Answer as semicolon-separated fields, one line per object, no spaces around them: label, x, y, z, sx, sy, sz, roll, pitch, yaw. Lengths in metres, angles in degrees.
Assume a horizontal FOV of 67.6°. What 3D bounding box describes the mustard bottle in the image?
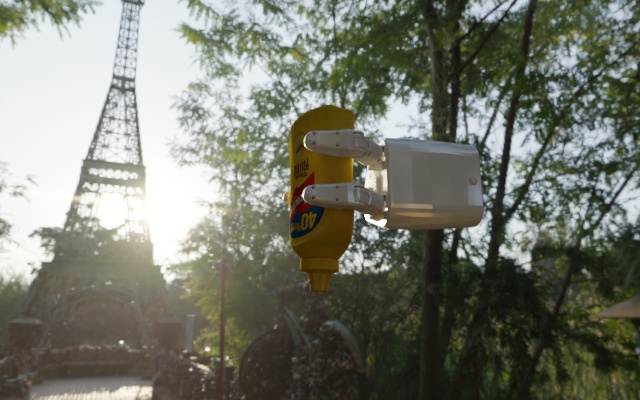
mustard bottle;0.000;0.001;0.516;0.058;0.191;0.096;9;-17;-30
